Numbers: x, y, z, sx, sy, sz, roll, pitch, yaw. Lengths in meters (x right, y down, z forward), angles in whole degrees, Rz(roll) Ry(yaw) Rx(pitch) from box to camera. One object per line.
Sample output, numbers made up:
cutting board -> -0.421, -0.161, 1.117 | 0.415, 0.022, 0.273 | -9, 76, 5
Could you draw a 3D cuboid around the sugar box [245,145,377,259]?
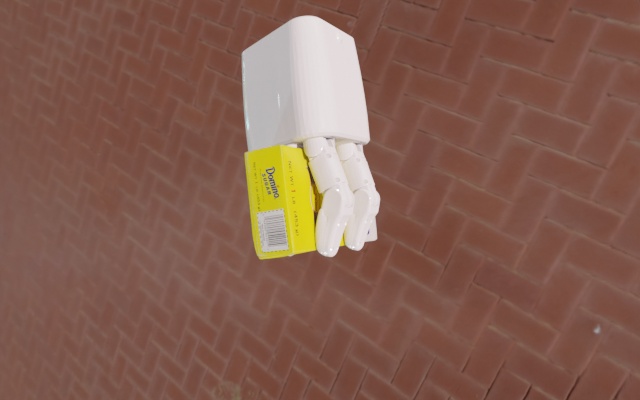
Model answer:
sugar box -> 0.000, 0.001, 0.469 | 0.048, 0.093, 0.176 | -8, -3, 32
